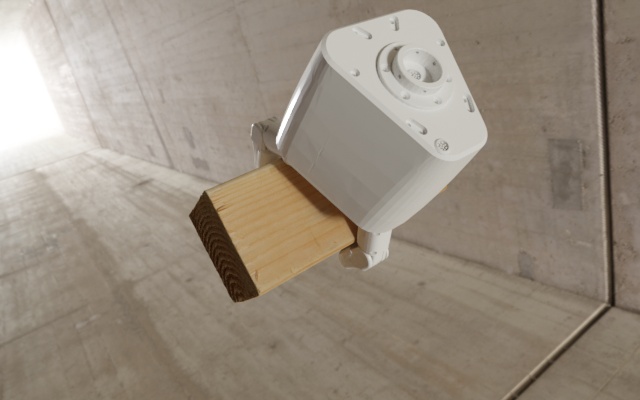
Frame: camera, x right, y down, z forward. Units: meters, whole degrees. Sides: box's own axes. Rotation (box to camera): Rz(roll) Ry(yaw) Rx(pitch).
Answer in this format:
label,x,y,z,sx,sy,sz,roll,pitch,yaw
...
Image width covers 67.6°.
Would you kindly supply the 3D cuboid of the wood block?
label,x,y,z,sx,sy,sz,roll,pitch,yaw
wood block,0.000,0.002,0.434,0.206,0.091,0.090,-26,-3,-27
